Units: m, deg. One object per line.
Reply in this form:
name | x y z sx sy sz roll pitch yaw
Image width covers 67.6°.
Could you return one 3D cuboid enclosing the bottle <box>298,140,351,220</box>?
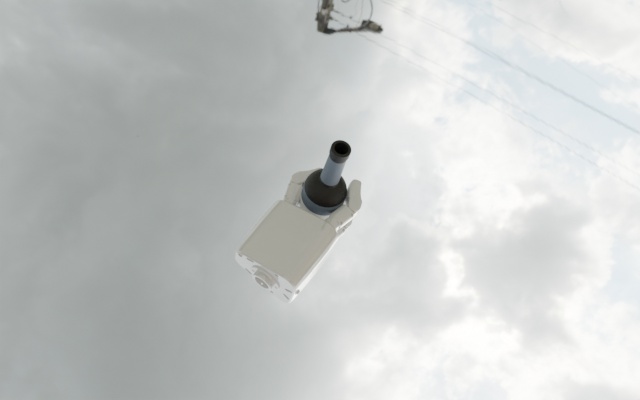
bottle | 0.000 0.002 0.745 0.069 0.069 0.296 0 -28 -12
